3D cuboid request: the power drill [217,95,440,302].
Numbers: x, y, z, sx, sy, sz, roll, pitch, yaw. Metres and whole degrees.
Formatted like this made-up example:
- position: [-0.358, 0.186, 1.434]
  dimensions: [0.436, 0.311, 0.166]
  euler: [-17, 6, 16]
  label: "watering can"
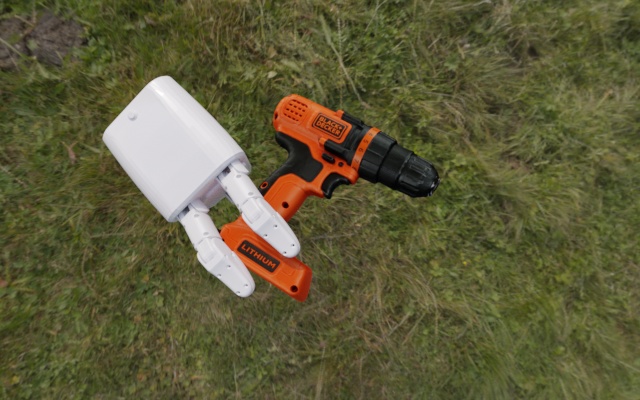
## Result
- position: [0.000, 0.002, 0.475]
  dimensions: [0.184, 0.187, 0.057]
  euler: [28, -13, 17]
  label: "power drill"
